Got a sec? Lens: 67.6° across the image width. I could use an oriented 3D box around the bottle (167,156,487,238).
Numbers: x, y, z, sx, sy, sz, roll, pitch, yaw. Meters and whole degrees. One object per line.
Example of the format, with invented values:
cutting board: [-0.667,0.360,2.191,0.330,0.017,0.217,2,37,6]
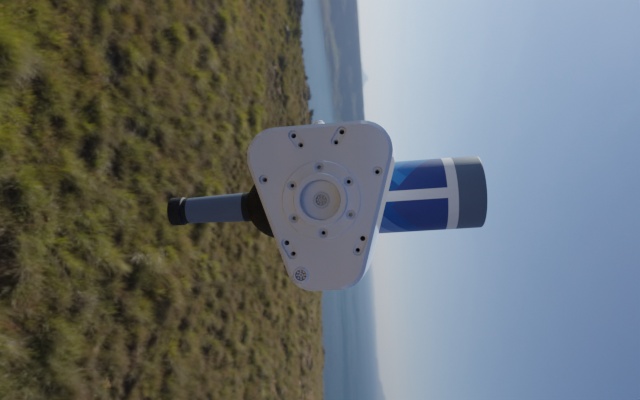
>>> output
bottle: [0.000,0.001,0.456,0.296,0.069,0.069,-4,0,6]
